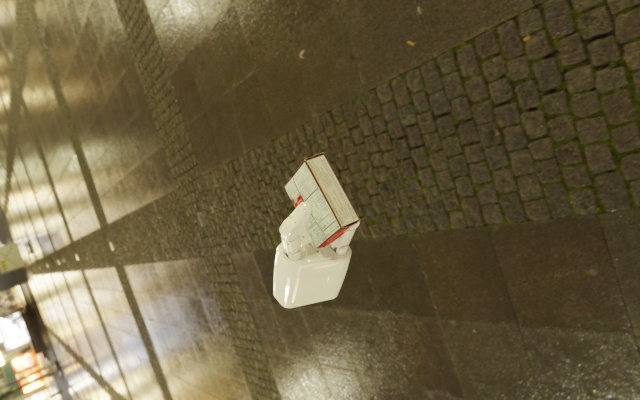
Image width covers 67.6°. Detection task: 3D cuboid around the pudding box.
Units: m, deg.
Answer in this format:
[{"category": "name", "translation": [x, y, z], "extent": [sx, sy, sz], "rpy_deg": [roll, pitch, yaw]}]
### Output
[{"category": "pudding box", "translation": [0.000, 0.002, 0.685], "extent": [0.039, 0.113, 0.090], "rpy_deg": [-23, -12, -32]}]
